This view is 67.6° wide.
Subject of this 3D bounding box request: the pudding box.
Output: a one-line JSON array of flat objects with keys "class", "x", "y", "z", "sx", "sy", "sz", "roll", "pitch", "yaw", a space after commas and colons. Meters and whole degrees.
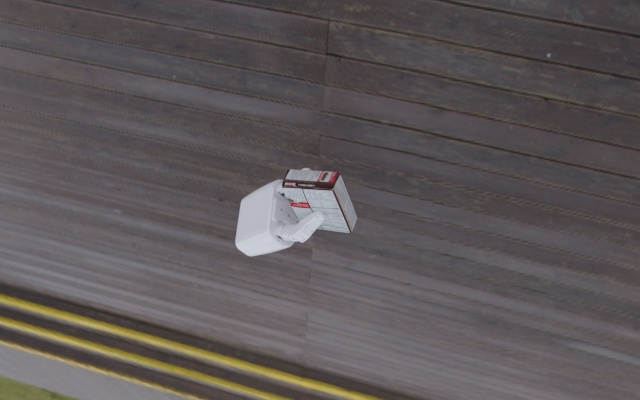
[{"class": "pudding box", "x": 0.000, "y": 0.003, "z": 0.740, "sx": 0.090, "sy": 0.039, "sz": 0.114, "roll": 4, "pitch": -36, "yaw": 24}]
